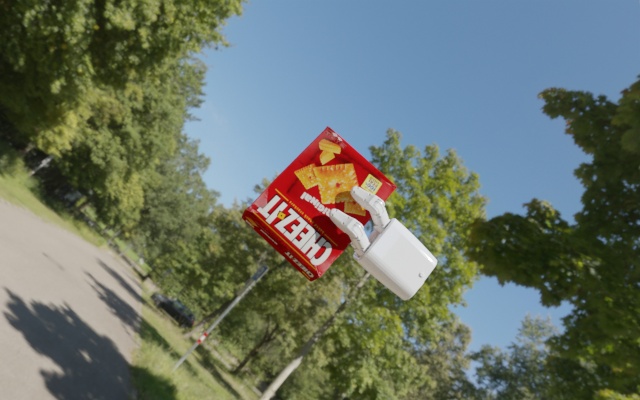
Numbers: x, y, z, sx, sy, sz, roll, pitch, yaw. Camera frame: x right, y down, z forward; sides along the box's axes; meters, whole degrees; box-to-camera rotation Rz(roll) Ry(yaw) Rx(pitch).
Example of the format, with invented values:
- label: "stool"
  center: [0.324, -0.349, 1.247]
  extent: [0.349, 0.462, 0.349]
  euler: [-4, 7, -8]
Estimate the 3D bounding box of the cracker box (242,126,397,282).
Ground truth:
- label: "cracker box"
  center: [0.000, 0.003, 0.813]
  extent: [0.164, 0.213, 0.072]
  euler: [43, -20, 0]
